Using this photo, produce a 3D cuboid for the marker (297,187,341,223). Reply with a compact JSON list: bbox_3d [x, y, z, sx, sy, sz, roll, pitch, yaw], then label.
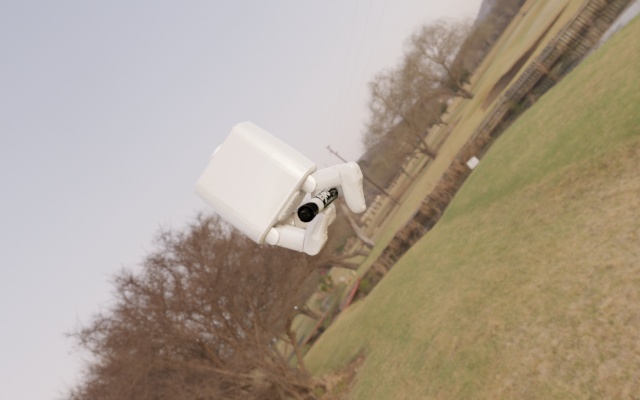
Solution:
[{"bbox_3d":[0.000,0.002,0.529,0.020,0.020,0.121,0,13,17],"label":"marker"}]
